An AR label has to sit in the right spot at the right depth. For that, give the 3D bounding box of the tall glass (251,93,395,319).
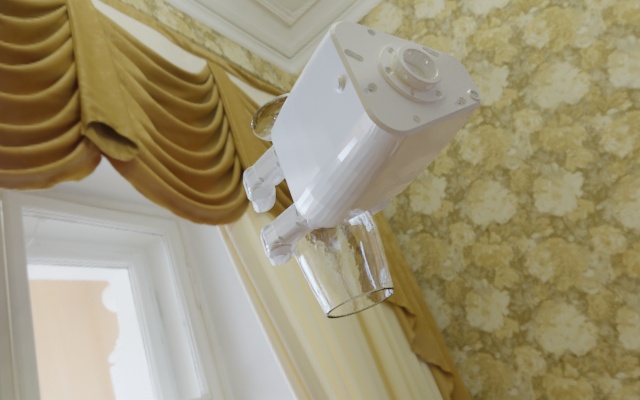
[{"bbox_3d":[0.000,0.001,0.436,0.079,0.201,0.079,-18,-24,-8],"label":"tall glass"}]
